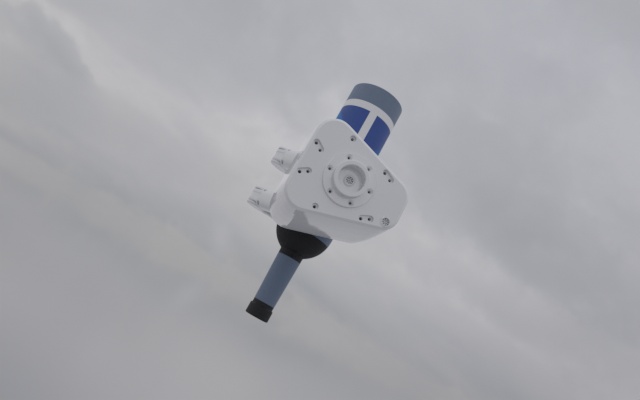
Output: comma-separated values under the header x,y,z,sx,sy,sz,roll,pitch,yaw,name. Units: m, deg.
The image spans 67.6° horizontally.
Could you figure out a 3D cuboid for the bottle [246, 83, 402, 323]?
x,y,z,sx,sy,sz,roll,pitch,yaw,name
0.000,0.002,0.552,0.069,0.295,0.069,28,-13,7,bottle
